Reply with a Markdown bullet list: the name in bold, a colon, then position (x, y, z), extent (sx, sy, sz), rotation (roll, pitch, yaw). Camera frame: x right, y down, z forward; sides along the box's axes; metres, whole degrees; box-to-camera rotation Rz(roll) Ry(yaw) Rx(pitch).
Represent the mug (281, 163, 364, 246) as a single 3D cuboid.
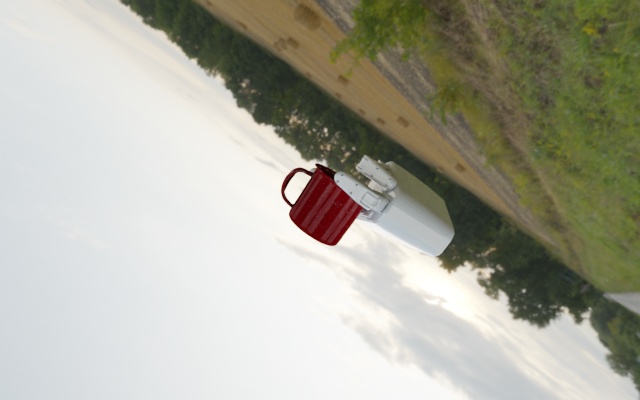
- **mug**: position (-0.001, 0.002, 0.646), extent (0.117, 0.081, 0.093), rotation (31, 11, -15)
